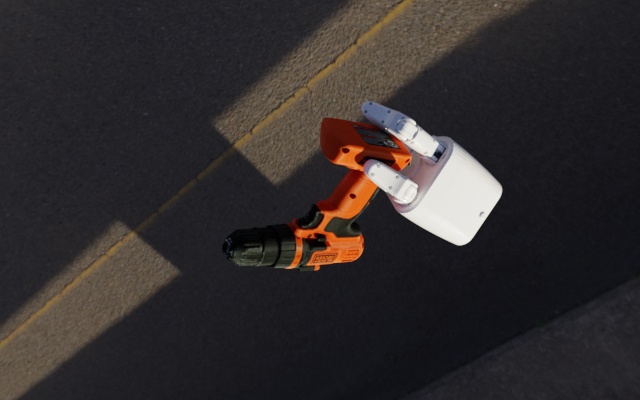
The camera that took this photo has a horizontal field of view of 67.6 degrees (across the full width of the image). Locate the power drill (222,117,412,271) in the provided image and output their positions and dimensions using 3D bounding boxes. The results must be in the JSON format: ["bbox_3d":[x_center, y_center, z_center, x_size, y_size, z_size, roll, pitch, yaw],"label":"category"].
[{"bbox_3d":[0.001,0.001,0.525,0.184,0.188,0.057,1,43,-38],"label":"power drill"}]
